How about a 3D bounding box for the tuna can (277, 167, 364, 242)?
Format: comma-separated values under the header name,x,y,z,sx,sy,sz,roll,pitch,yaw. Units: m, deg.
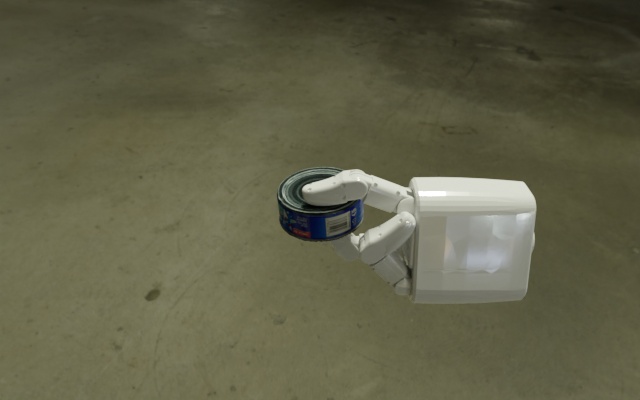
name,x,y,z,sx,sy,sz,roll,pitch,yaw
tuna can,0.000,0.001,0.473,0.086,0.034,0.086,-3,34,2
